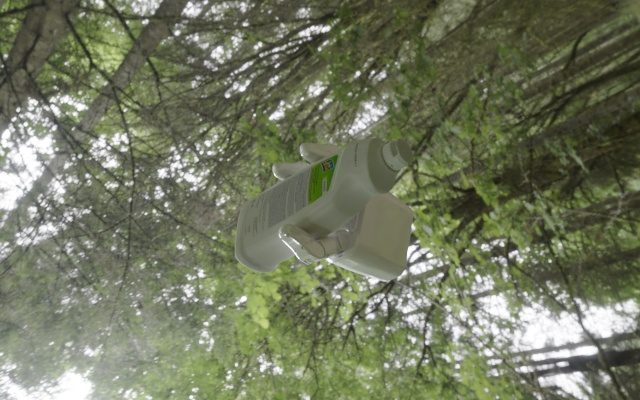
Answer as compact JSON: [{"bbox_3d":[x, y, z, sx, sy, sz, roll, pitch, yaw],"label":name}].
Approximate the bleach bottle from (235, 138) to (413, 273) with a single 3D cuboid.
[{"bbox_3d":[0.000,0.002,0.568,0.068,0.102,0.251,29,-42,-36],"label":"bleach bottle"}]
